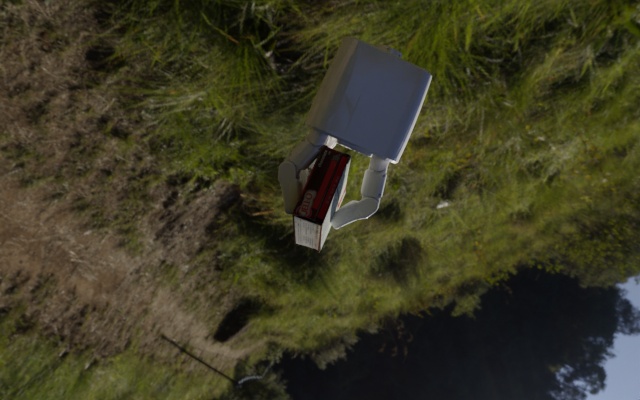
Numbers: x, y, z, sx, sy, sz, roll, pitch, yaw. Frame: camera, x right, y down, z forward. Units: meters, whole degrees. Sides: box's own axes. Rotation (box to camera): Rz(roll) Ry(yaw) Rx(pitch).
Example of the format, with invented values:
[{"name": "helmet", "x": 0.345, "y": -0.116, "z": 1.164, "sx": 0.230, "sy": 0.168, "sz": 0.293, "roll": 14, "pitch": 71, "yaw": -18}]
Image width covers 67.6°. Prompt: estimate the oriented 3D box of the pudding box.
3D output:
[{"name": "pudding box", "x": 0.000, "y": 0.002, "z": 0.556, "sx": 0.039, "sy": 0.090, "sz": 0.113, "roll": 21, "pitch": -21, "yaw": 8}]
